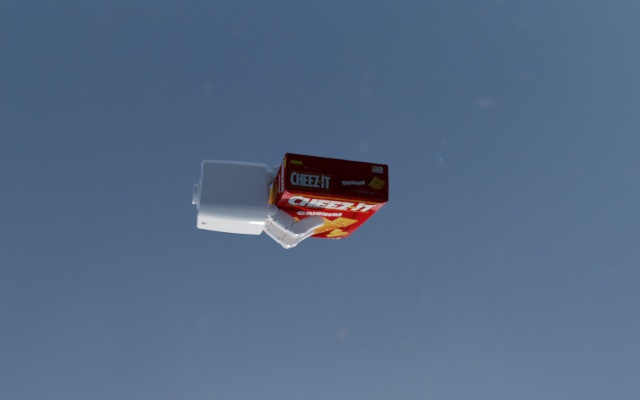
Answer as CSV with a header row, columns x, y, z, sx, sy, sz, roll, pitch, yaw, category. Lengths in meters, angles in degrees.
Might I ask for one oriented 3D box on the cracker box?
x,y,z,sx,sy,sz,roll,pitch,yaw,category
0.000,0.003,0.806,0.164,0.072,0.214,5,-21,-14,cracker box
